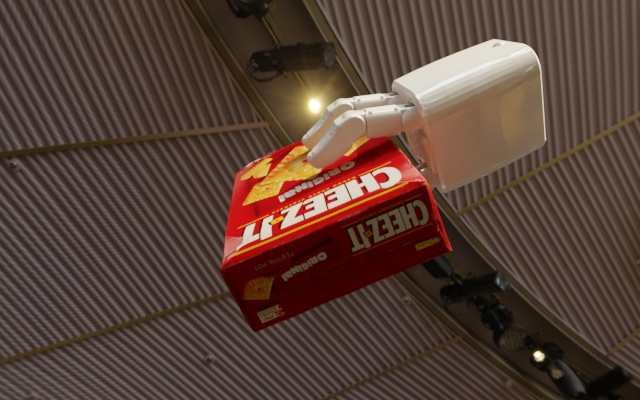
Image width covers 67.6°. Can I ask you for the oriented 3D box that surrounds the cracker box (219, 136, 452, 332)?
[{"bbox_3d":[0.000,0.002,0.441,0.164,0.072,0.213,-24,23,4],"label":"cracker box"}]
